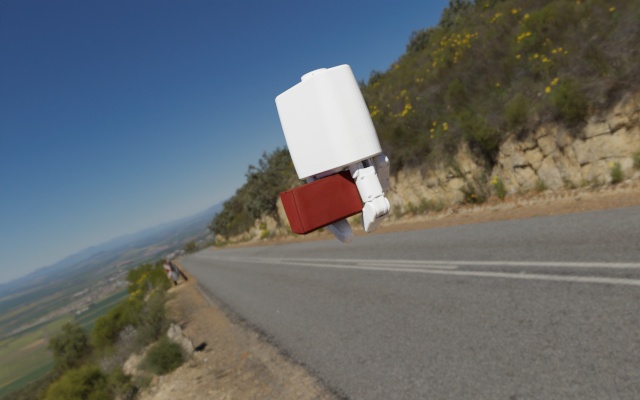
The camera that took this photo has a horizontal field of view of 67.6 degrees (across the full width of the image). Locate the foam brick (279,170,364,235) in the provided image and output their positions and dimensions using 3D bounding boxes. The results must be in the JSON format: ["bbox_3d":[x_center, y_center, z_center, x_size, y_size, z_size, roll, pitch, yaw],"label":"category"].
[{"bbox_3d":[0.000,0.002,0.552,0.078,0.051,0.053,-21,6,-20],"label":"foam brick"}]
